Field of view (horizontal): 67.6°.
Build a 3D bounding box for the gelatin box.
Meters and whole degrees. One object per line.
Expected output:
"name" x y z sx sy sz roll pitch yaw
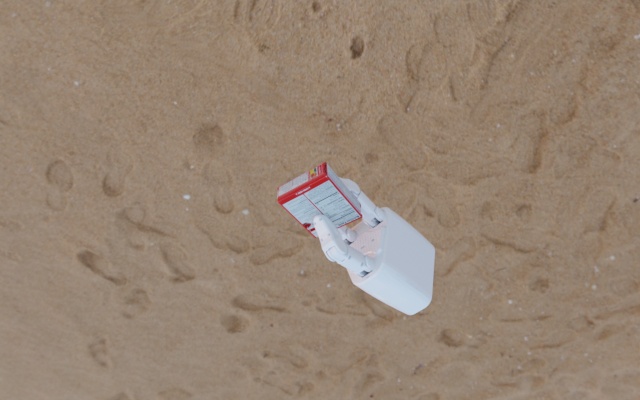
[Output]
"gelatin box" 0.000 0.002 0.602 0.073 0.030 0.089 -27 -50 21
